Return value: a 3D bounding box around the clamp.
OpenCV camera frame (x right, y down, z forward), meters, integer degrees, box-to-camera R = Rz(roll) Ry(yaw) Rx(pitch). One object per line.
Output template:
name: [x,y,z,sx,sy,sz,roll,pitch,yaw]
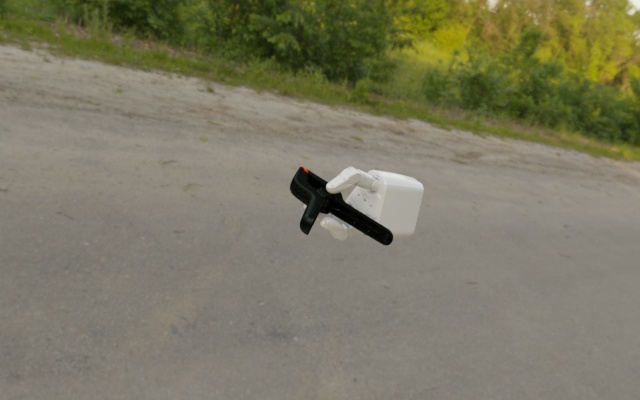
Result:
clamp: [0.000,0.002,0.762,0.164,0.036,0.210,8,26,-40]
